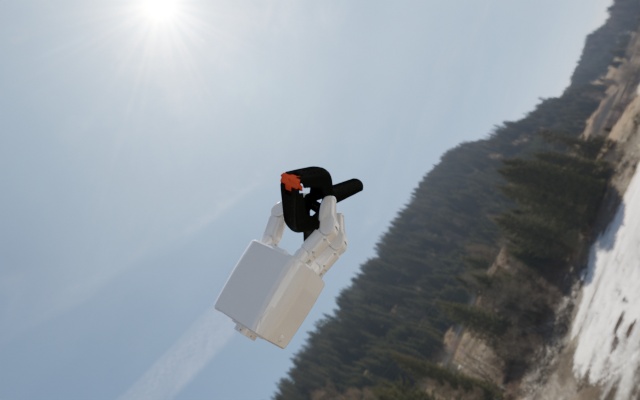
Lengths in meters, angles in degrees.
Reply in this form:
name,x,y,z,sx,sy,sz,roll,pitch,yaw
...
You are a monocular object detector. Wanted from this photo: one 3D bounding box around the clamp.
name,x,y,z,sx,sy,sz,roll,pitch,yaw
clamp,-0.001,0.002,0.678,0.036,0.164,0.210,23,-17,26
